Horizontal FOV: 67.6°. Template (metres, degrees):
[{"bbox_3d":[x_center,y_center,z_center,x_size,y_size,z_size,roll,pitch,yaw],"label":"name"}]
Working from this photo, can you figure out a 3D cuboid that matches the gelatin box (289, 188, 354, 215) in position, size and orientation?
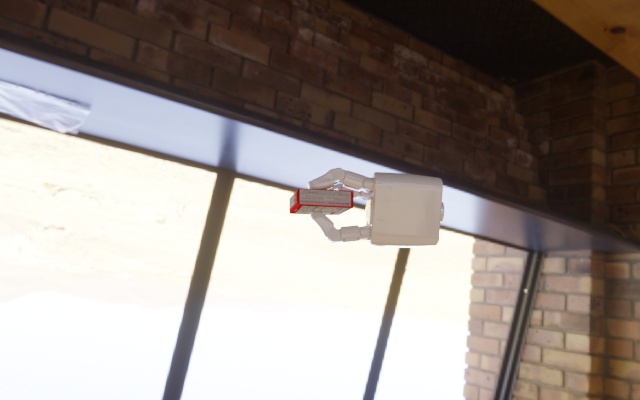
[{"bbox_3d":[0.000,0.003,0.750,0.089,0.030,0.073,2,-12,-13],"label":"gelatin box"}]
